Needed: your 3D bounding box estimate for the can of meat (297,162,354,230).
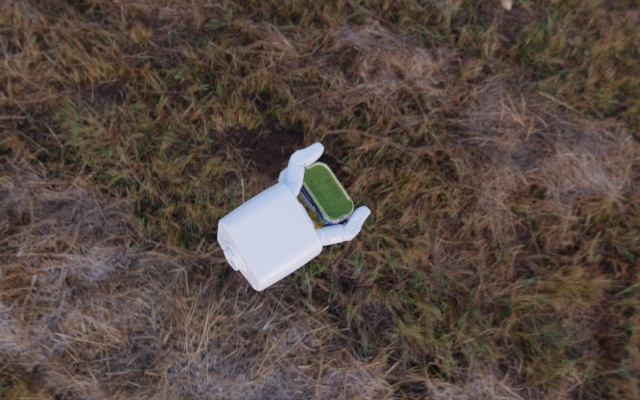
[{"bbox_3d":[0.000,0.002,0.731,0.057,0.102,0.084,-28,-15,-23],"label":"can of meat"}]
